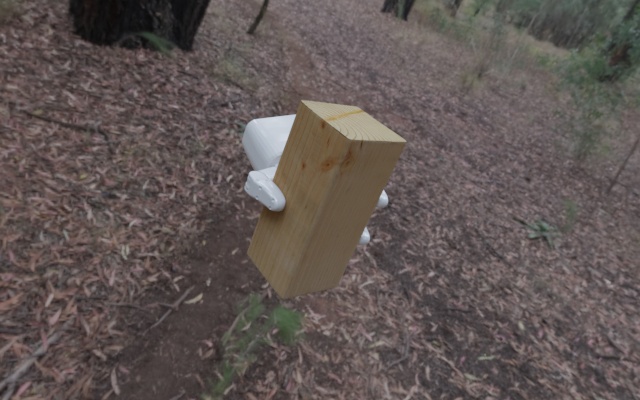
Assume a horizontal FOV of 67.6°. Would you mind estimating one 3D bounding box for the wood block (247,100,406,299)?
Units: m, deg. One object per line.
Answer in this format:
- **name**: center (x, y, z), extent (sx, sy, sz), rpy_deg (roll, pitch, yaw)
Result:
- **wood block**: center (0.000, 0.001, 0.549), extent (0.091, 0.206, 0.090), rpy_deg (-3, 36, -41)
